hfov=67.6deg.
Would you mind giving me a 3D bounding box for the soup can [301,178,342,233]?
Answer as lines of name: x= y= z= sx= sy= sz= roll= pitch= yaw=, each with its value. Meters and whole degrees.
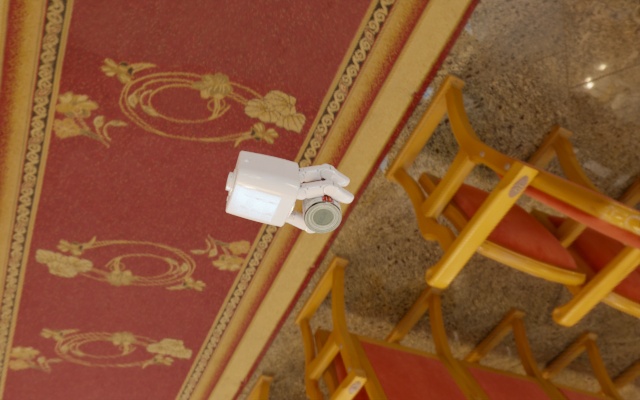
soup can: x=0.001 y=0.003 z=0.862 sx=0.068 sy=0.068 sz=0.102 roll=0 pitch=33 yaw=-6
